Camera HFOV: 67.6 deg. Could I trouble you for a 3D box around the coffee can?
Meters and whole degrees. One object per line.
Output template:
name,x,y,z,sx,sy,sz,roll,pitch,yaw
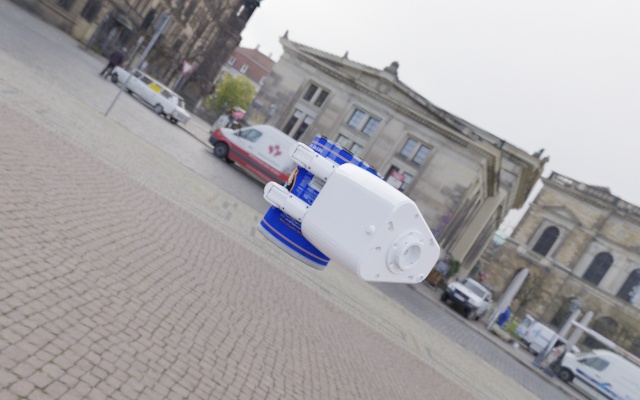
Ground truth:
coffee can,0.000,0.002,0.604,0.103,0.140,0.103,33,2,-1
